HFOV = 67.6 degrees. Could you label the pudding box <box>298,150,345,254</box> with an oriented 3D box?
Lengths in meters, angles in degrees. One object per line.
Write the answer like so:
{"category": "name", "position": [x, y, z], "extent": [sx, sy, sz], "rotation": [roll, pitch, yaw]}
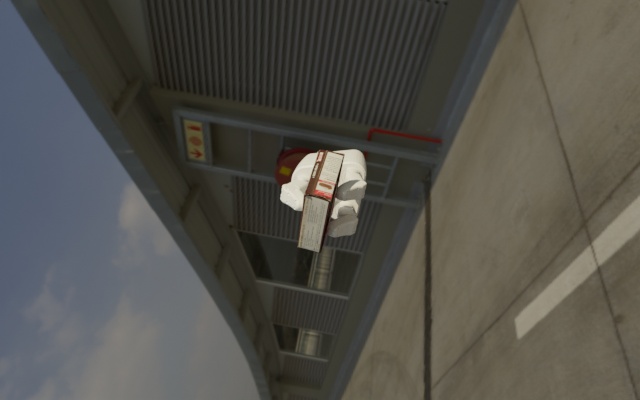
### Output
{"category": "pudding box", "position": [0.000, 0.002, 0.643], "extent": [0.039, 0.090, 0.114], "rotation": [12, -42, 4]}
